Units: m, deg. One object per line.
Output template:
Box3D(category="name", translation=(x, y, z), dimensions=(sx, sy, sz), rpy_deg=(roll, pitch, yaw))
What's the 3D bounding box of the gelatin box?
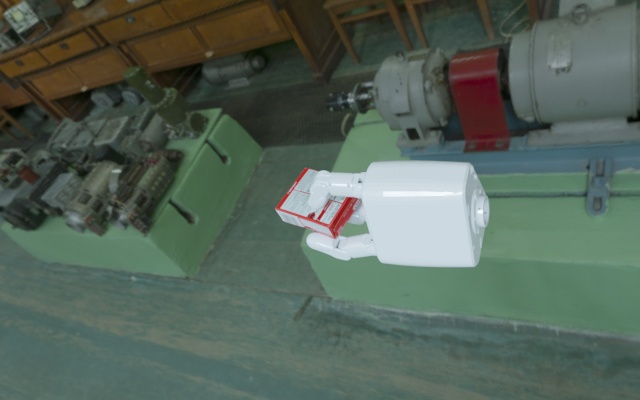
Box3D(category="gelatin box", translation=(0.000, 0.002, 0.596), dimensions=(0.089, 0.073, 0.030), rpy_deg=(17, -30, 34))
